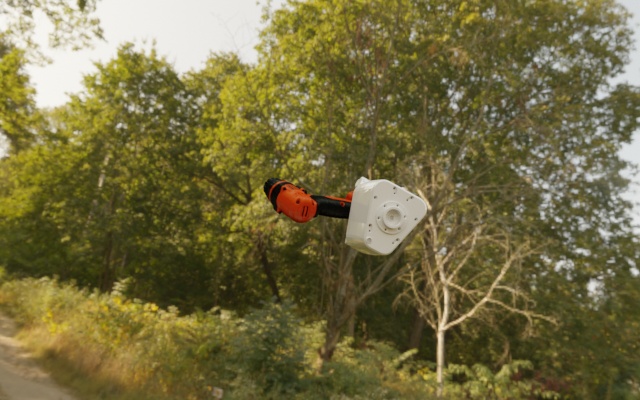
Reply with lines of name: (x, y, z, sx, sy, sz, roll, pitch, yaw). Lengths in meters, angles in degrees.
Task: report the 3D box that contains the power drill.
power drill: (0.001, 0.003, 0.865, 0.187, 0.057, 0.184, 5, 14, -25)
